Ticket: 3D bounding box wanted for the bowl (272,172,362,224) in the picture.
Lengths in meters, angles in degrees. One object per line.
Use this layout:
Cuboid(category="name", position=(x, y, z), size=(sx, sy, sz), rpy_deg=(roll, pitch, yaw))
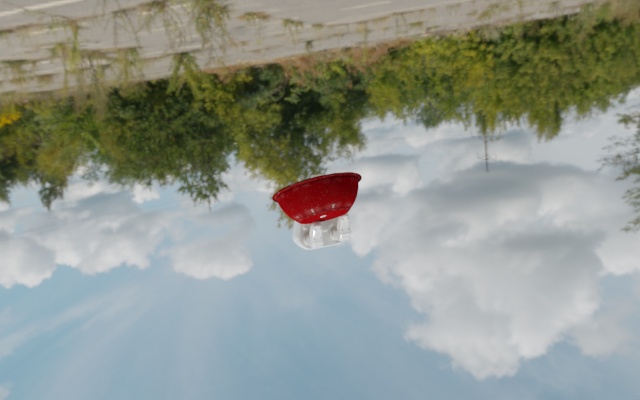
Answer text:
Cuboid(category="bowl", position=(0.000, 0.003, 0.832), size=(0.162, 0.055, 0.162), rpy_deg=(-13, -12, -3))
